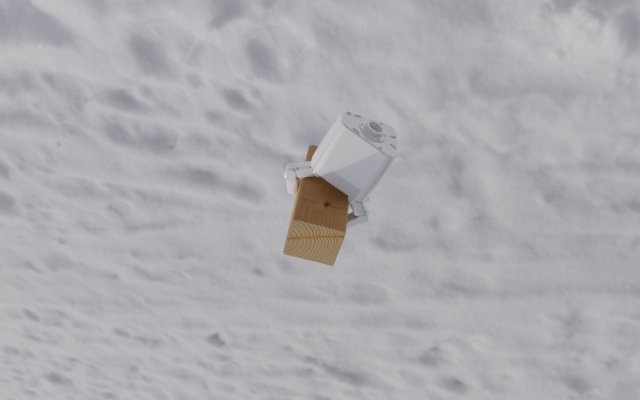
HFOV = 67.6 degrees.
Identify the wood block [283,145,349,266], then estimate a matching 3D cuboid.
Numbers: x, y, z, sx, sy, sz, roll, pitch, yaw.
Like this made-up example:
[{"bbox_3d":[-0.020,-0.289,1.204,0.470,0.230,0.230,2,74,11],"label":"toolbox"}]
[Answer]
[{"bbox_3d":[0.000,0.003,0.857,0.091,0.090,0.206,15,42,-4],"label":"wood block"}]
